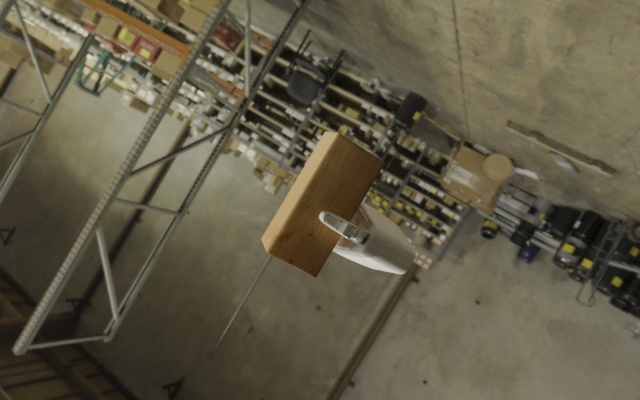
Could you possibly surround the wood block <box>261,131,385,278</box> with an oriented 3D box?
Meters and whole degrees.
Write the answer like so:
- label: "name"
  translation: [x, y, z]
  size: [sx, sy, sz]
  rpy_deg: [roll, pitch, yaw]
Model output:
- label: "wood block"
  translation: [0.000, 0.003, 0.752]
  size: [0.090, 0.206, 0.091]
  rpy_deg: [30, 2, -16]
